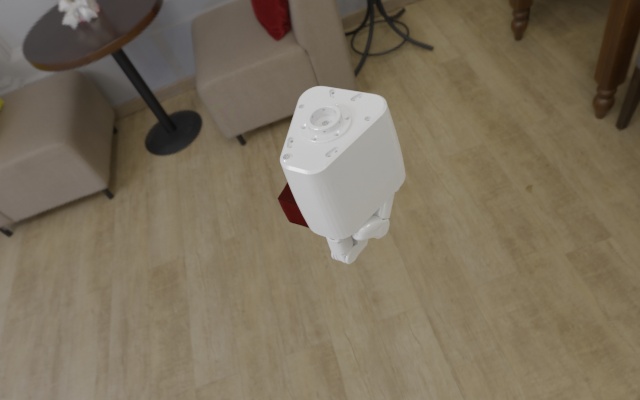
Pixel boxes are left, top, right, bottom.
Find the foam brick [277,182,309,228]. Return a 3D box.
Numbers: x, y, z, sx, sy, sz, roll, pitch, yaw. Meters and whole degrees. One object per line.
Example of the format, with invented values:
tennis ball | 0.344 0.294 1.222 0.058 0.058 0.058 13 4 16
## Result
foam brick | 0.000 0.002 0.551 0.078 0.053 0.051 16 -28 28
